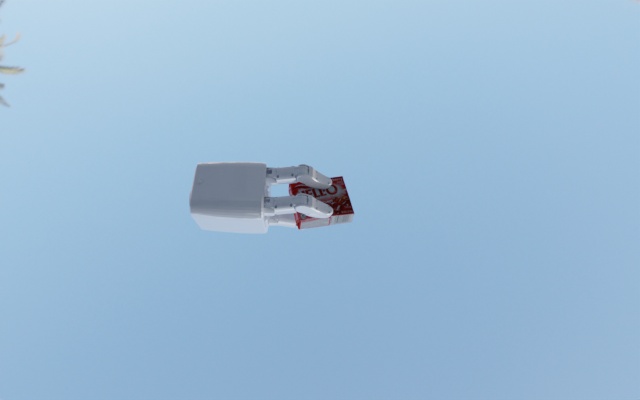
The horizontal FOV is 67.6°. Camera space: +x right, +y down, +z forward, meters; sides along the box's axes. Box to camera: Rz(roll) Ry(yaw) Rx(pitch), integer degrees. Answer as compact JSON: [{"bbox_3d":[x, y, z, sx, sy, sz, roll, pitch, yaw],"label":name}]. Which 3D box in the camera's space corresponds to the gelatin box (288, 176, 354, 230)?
[{"bbox_3d":[0.000,0.003,0.739,0.089,0.073,0.030,-7,-34,-13],"label":"gelatin box"}]
